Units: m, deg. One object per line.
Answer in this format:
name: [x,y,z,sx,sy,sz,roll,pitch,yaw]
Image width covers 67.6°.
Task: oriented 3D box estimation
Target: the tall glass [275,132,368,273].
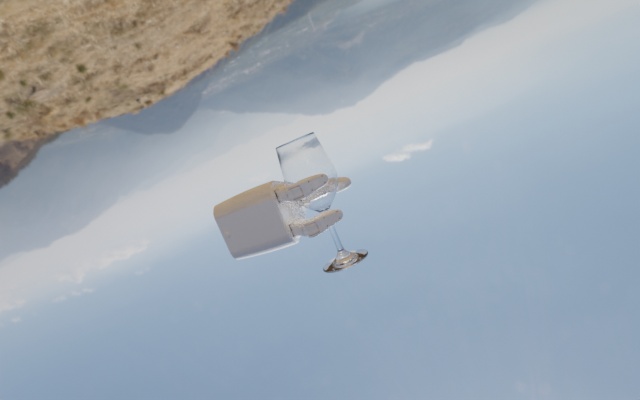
tall glass: [0.001,0.003,0.713,0.079,0.201,0.079,-22,9,4]
